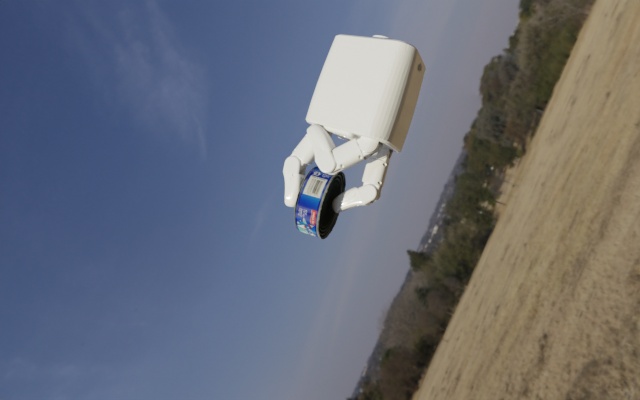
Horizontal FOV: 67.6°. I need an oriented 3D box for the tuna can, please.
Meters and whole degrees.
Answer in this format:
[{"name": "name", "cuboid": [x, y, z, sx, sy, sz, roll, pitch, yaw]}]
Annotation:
[{"name": "tuna can", "cuboid": [0.000, 0.002, 0.587, 0.034, 0.086, 0.086, 16, 5, 17]}]
